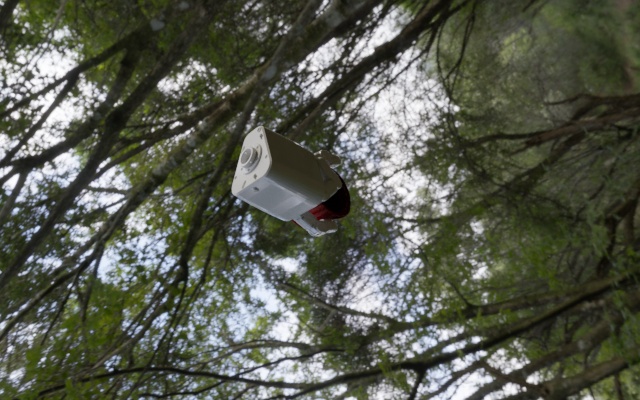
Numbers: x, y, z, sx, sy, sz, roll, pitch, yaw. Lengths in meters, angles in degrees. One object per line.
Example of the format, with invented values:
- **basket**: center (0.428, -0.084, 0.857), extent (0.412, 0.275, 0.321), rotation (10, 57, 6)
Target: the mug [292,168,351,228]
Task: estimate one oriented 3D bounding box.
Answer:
- **mug**: center (0.001, 0.003, 0.834), extent (0.081, 0.093, 0.117), rotation (-28, -40, 36)
